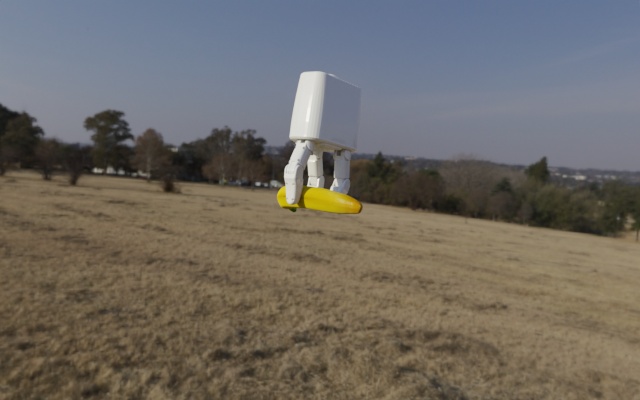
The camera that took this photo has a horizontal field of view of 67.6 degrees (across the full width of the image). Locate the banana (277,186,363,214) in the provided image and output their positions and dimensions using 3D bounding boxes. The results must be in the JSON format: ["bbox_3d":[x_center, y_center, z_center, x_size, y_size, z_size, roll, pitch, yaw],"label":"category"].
[{"bbox_3d":[-0.017,-0.002,0.755,0.069,0.037,0.198,16,-7,-33],"label":"banana"}]
